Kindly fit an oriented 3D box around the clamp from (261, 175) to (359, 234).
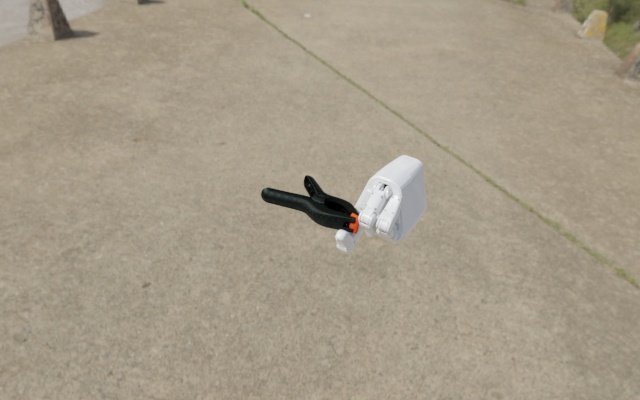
[{"bbox_3d":[0.000,0.002,0.797,0.171,0.039,0.120,25,36,23],"label":"clamp"}]
